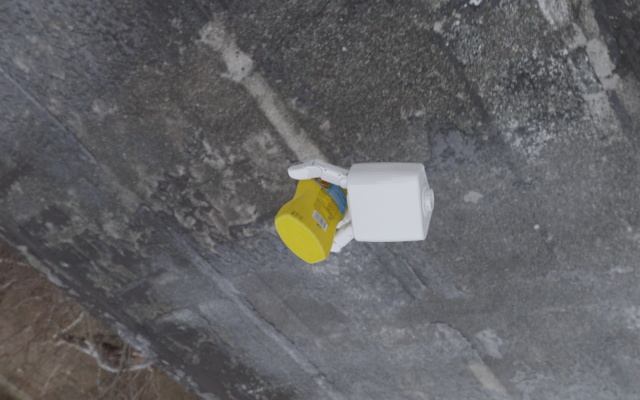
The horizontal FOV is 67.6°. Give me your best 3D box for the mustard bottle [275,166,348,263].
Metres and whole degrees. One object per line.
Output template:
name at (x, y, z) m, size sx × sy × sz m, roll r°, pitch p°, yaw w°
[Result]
mustard bottle at (0.000, 0.003, 0.759) m, size 0.058 × 0.096 × 0.191 m, roll -26°, pitch 23°, yaw 36°
